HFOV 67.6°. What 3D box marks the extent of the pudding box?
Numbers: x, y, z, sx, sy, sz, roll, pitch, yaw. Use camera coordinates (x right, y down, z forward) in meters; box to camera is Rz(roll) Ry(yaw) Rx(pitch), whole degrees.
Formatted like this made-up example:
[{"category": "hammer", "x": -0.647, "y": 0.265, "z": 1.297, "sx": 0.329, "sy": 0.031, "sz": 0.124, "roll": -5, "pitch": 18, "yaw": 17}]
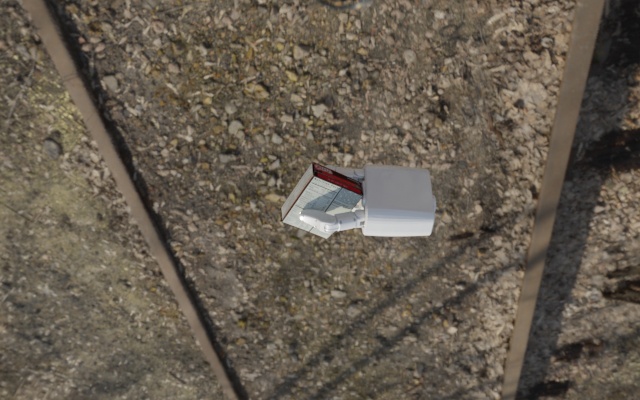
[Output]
[{"category": "pudding box", "x": 0.000, "y": 0.003, "z": 0.751, "sx": 0.090, "sy": 0.113, "sz": 0.039, "roll": 23, "pitch": 35, "yaw": -21}]
